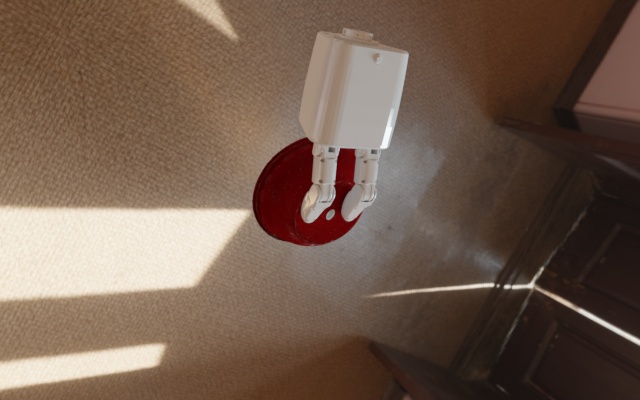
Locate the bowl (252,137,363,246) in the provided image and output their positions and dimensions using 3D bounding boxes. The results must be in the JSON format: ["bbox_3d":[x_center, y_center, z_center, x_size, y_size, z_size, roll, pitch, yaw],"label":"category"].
[{"bbox_3d":[0.000,0.003,0.596,0.162,0.162,0.055,0,32,-29],"label":"bowl"}]
